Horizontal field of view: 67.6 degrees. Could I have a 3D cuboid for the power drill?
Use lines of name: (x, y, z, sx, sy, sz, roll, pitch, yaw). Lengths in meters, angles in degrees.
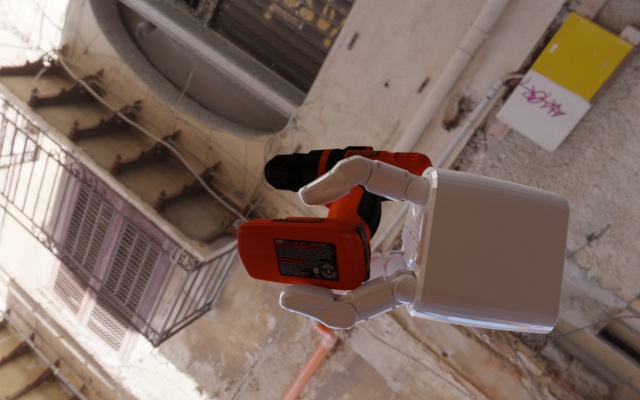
power drill: (0.000, 0.002, 0.445, 0.184, 0.057, 0.187, 1, 29, 23)
